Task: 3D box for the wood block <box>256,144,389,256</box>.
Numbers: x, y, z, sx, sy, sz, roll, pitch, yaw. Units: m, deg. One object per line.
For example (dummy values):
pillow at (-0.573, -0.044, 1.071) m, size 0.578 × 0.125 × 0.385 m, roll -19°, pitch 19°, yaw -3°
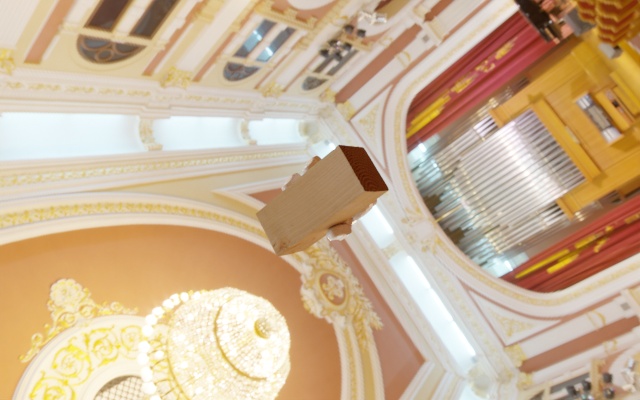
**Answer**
wood block at (0.000, 0.003, 0.818) m, size 0.206 × 0.090 × 0.090 m, roll -38°, pitch -18°, yaw 29°
